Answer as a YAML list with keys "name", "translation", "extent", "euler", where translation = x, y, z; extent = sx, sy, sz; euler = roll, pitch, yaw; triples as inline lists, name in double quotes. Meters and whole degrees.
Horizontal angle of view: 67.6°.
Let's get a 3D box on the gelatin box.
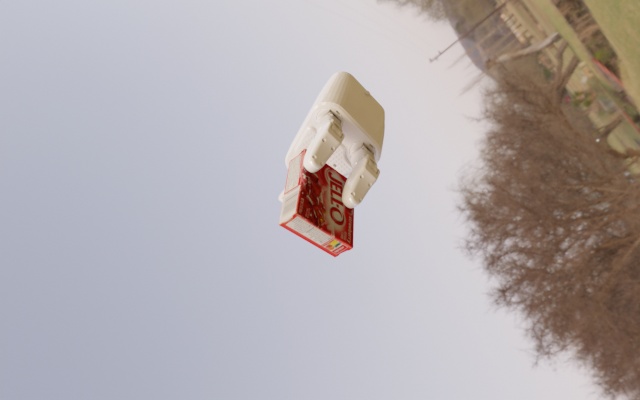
- name: "gelatin box"
  translation: [0.000, 0.002, 0.479]
  extent: [0.073, 0.089, 0.030]
  euler: [33, -48, -28]
